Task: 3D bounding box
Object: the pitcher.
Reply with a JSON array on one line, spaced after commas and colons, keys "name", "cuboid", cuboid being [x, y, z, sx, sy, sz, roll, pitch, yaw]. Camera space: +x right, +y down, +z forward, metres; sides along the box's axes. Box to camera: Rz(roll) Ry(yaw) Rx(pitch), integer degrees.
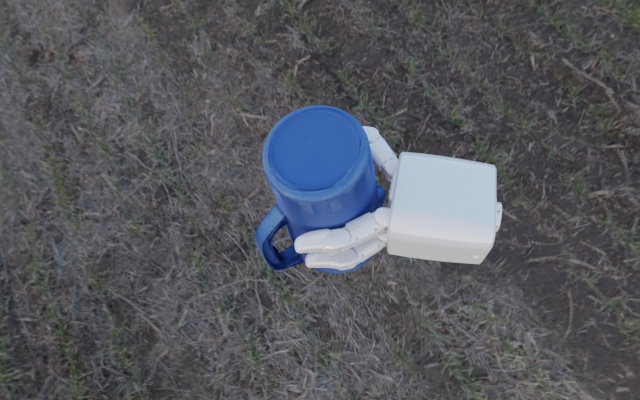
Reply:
[{"name": "pitcher", "cuboid": [0.000, 0.002, 0.570, 0.145, 0.149, 0.243, 8, -21, 11]}]
